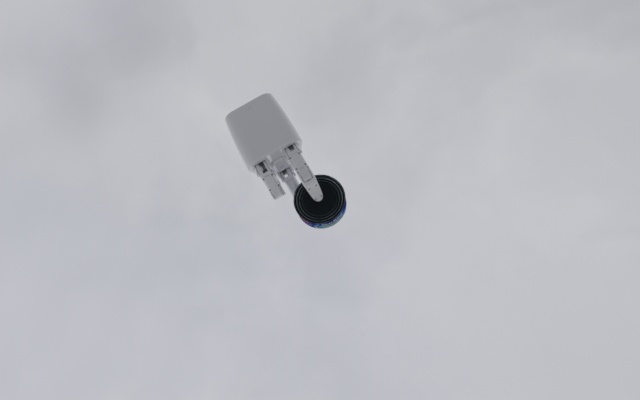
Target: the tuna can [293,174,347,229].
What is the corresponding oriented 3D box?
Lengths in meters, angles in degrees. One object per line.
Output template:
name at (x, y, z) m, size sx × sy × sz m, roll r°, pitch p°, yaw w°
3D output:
tuna can at (0.000, 0.003, 0.788) m, size 0.086 × 0.086 × 0.034 m, roll 0°, pitch -20°, yaw 8°
